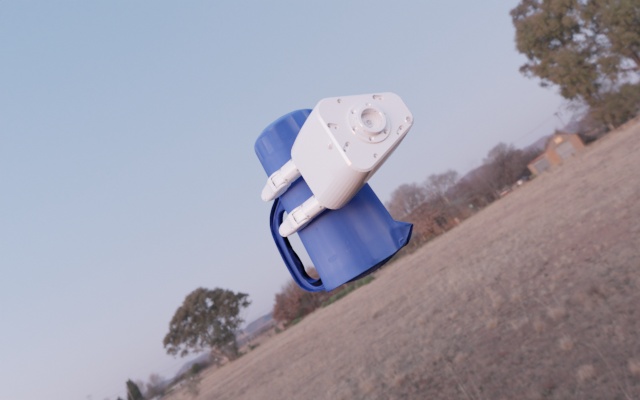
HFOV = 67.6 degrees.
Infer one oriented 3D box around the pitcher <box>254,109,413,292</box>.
[{"bbox_3d":[0.000,0.002,0.677,0.149,0.243,0.145,-27,-11,-23],"label":"pitcher"}]
